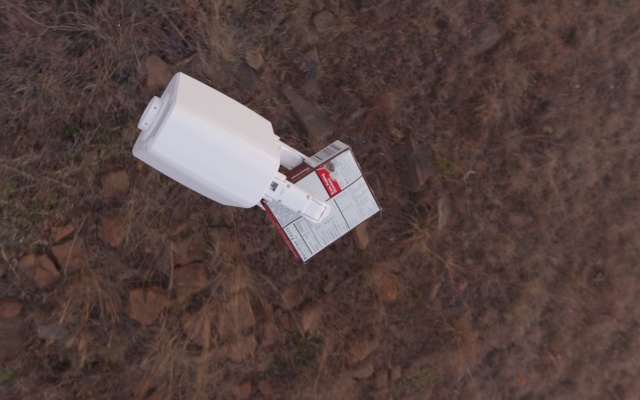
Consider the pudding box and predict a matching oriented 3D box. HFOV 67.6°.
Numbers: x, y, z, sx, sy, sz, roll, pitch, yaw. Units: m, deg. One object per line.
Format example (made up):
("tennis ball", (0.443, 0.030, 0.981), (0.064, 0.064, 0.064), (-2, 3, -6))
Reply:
("pudding box", (0.000, 0.002, 0.529), (0.113, 0.090, 0.039), (-33, 26, -8))
